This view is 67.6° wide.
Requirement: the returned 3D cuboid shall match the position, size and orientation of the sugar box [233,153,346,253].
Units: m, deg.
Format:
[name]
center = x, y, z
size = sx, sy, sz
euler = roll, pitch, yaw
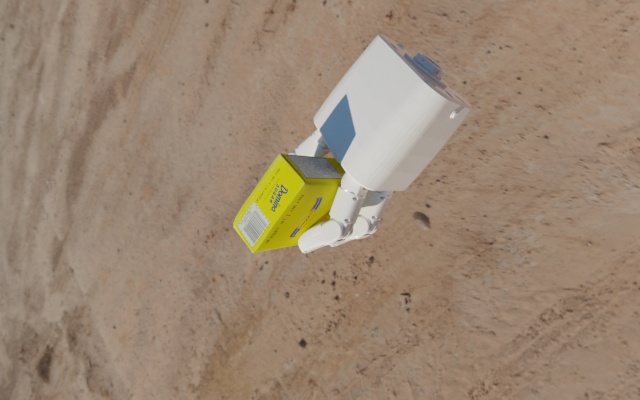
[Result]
[sugar box]
center = 0.000, 0.002, 0.502
size = 0.176, 0.093, 0.048
euler = -1, 45, -53
